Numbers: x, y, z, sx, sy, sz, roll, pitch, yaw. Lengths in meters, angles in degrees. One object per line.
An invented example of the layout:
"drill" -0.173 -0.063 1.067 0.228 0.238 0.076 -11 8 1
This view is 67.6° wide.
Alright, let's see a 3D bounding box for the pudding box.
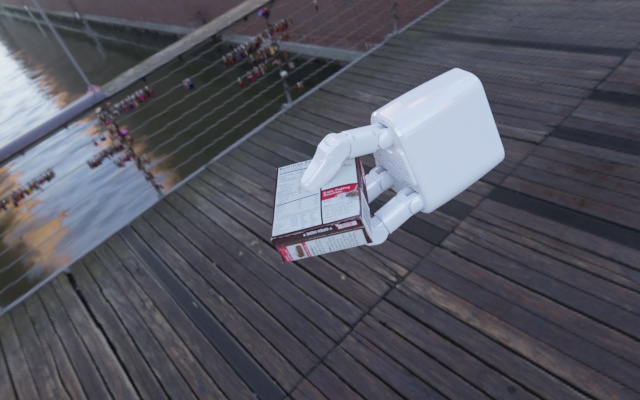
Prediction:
"pudding box" 0.000 0.001 0.472 0.090 0.039 0.113 -15 38 12
